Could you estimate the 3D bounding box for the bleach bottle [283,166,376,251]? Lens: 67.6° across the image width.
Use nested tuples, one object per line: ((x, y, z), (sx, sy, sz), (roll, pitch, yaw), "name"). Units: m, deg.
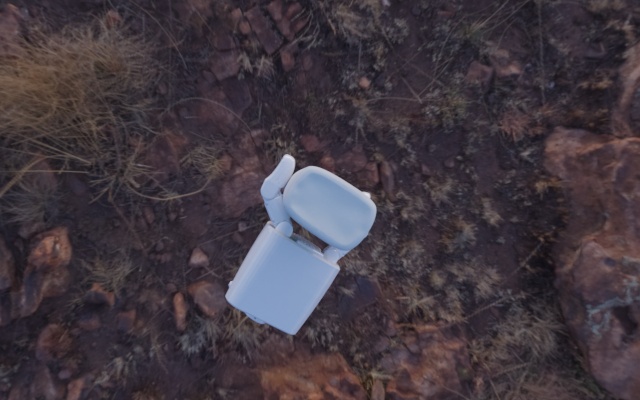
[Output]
((0.000, 0.002, 0.633), (0.102, 0.068, 0.251), (34, 0, -5), "bleach bottle")
